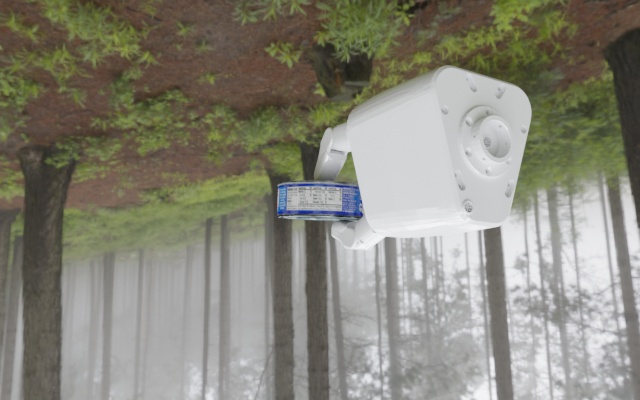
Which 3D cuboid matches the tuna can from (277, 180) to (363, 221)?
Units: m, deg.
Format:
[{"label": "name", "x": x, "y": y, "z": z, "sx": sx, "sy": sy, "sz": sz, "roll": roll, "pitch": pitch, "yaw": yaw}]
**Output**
[{"label": "tuna can", "x": 0.000, "y": 0.002, "z": 0.469, "sx": 0.086, "sy": 0.034, "sz": 0.086, "roll": 2, "pitch": -4, "yaw": 0}]
